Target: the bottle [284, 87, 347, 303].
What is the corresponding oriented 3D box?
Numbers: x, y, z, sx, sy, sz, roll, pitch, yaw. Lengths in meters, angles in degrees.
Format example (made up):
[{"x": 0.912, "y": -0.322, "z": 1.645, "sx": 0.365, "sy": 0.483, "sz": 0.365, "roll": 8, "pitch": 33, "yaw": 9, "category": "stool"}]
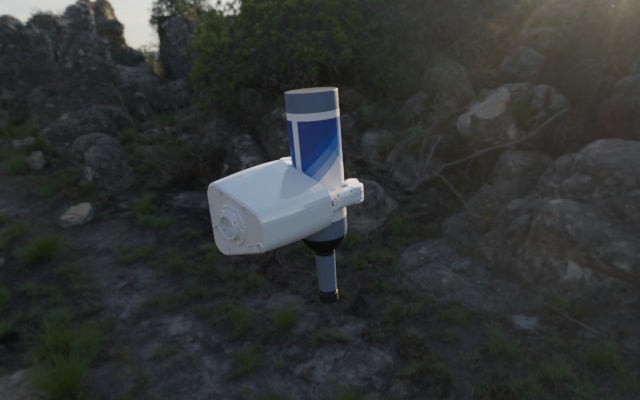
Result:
[{"x": 0.000, "y": 0.002, "z": 0.640, "sx": 0.069, "sy": 0.296, "sz": 0.069, "roll": -4, "pitch": 18, "yaw": 1, "category": "bottle"}]
